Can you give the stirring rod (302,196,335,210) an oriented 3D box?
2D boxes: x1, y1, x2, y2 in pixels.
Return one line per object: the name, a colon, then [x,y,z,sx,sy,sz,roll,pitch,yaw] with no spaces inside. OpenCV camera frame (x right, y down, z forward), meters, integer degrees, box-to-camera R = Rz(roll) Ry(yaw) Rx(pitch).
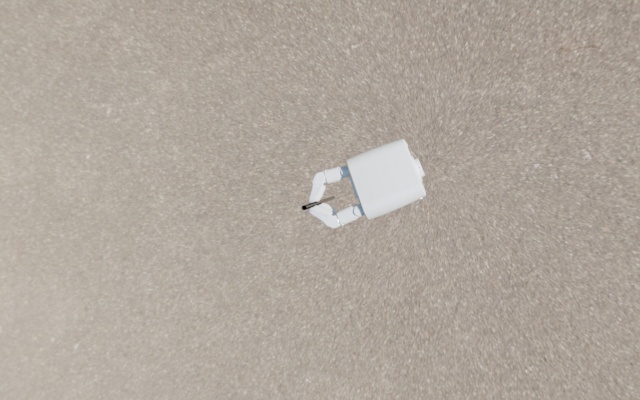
stirring rod: [0.000,0.003,0.876,0.011,0.011,0.239,0,4,13]
